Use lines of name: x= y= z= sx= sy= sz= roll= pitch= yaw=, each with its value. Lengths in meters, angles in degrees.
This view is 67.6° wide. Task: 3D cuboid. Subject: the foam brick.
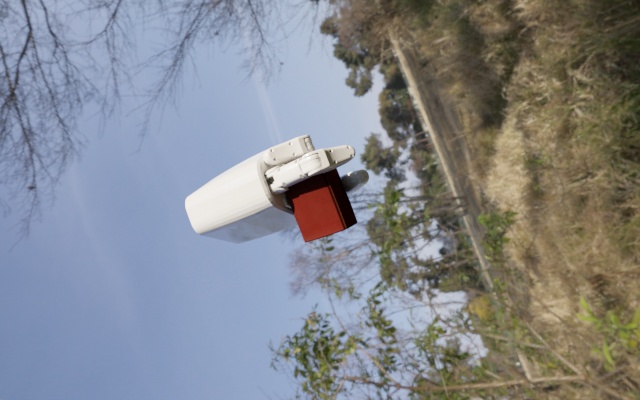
foam brick: x=0.000 y=0.002 z=0.537 sx=0.051 sy=0.078 sz=0.053 roll=-23 pitch=-4 yaw=19
